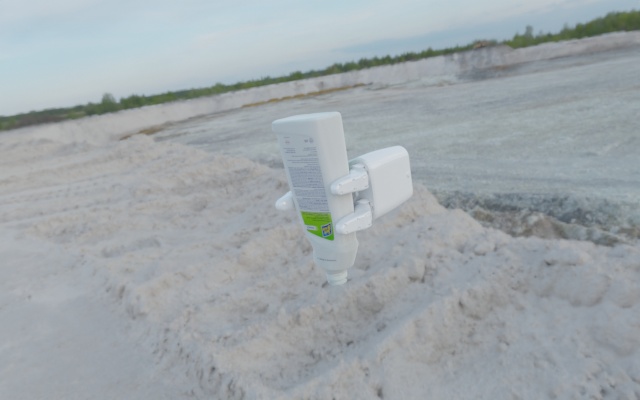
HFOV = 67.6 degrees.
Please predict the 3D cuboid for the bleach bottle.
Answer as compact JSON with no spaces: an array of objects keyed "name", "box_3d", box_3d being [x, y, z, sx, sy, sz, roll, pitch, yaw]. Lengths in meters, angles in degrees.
[{"name":"bleach bottle","box_3d":[0.000,0.002,0.696,0.102,0.251,0.068,5,21,43]}]
